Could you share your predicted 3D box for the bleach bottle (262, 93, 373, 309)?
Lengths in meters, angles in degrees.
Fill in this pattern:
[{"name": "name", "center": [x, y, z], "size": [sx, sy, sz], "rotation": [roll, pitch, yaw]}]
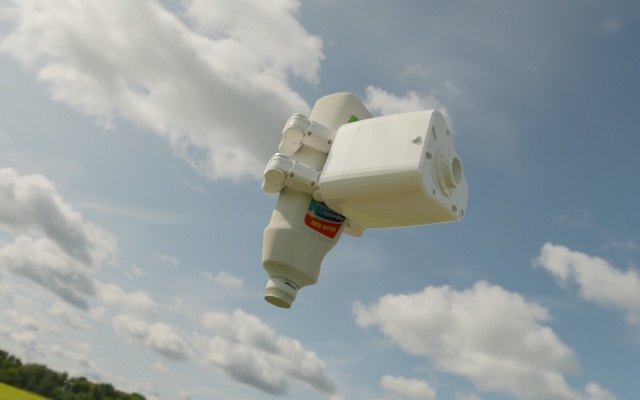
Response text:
[{"name": "bleach bottle", "center": [0.000, 0.002, 0.530], "size": [0.068, 0.250, 0.103], "rotation": [-5, -38, 37]}]
